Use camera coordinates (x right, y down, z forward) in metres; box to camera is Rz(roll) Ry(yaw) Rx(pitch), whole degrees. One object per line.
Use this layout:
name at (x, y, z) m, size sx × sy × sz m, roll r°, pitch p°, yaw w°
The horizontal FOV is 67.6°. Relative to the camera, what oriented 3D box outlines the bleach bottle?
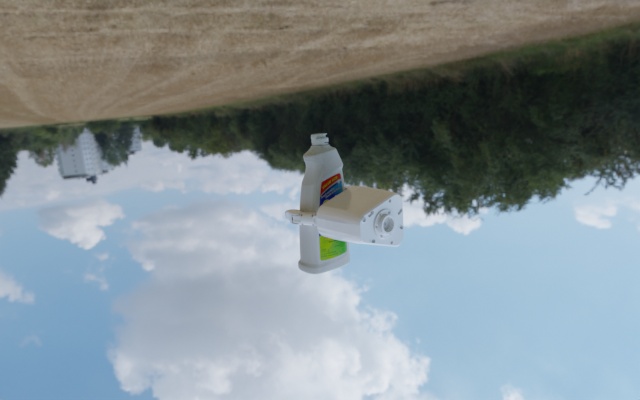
bleach bottle at (0.000, 0.003, 0.888) m, size 0.102 × 0.251 × 0.068 m, roll -13°, pitch 14°, yaw -36°
